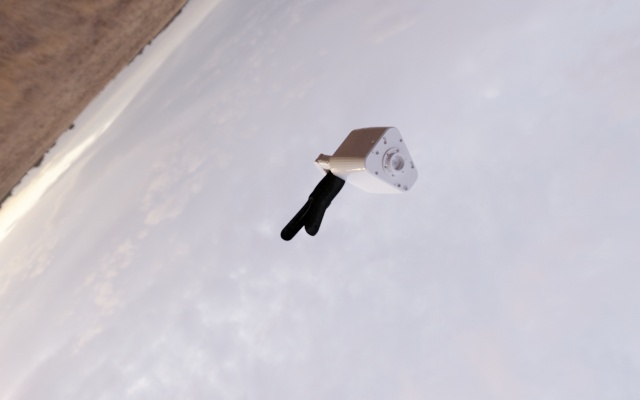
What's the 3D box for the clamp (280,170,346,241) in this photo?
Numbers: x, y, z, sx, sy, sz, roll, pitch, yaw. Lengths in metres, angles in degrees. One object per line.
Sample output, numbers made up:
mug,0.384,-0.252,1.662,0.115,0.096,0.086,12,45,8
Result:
clamp,0.001,0.003,0.838,0.039,0.171,0.120,40,-16,-22
